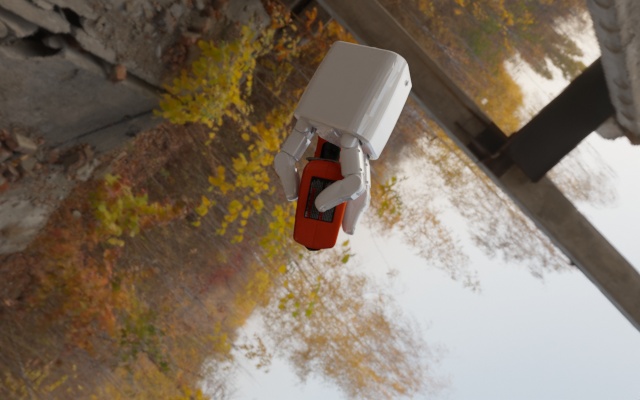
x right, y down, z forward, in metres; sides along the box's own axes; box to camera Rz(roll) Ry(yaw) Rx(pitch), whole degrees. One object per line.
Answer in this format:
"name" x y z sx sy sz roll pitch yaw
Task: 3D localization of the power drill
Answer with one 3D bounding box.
"power drill" 0.000 0.002 0.643 0.057 0.184 0.187 9 13 -1
